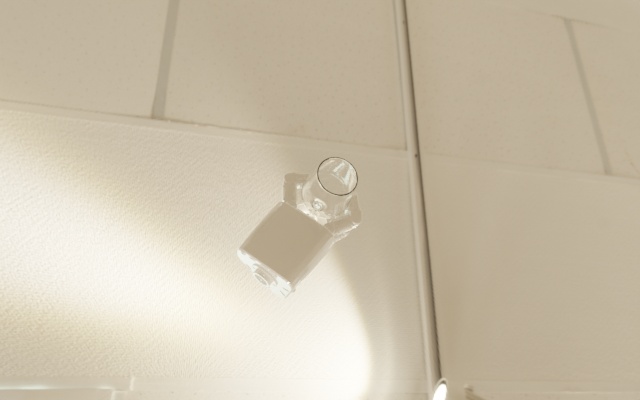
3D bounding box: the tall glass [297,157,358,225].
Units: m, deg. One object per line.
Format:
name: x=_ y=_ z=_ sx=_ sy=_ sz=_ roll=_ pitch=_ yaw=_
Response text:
tall glass: x=0.000 y=0.003 z=0.772 sx=0.079 sy=0.079 sz=0.201 roll=0 pitch=-23 yaw=-16
